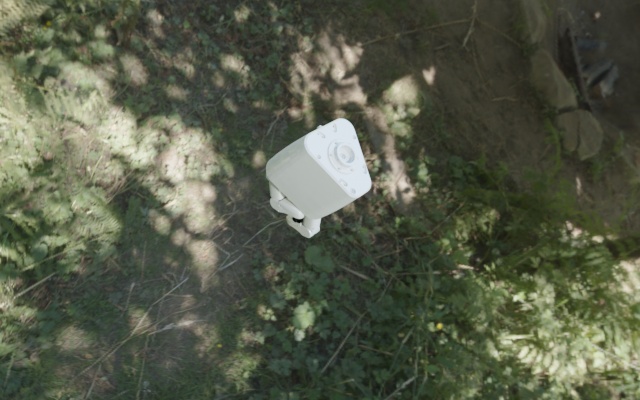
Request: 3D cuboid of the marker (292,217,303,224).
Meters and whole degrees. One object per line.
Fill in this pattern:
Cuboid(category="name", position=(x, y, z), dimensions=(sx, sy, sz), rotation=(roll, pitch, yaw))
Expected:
Cuboid(category="marker", position=(0.000, 0.003, 0.764), dimensions=(0.121, 0.020, 0.020), rotation=(-34, 22, -37))
